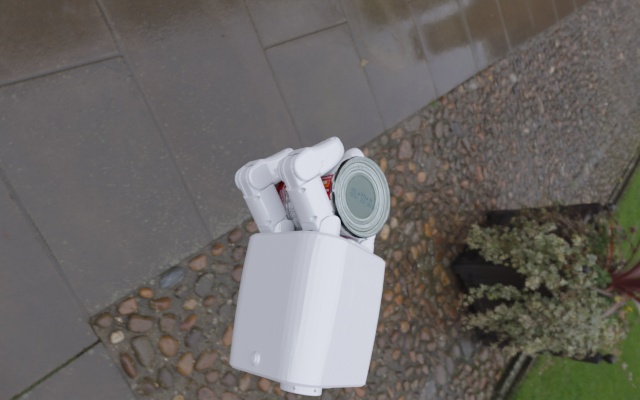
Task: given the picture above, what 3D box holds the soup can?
[{"bbox_3d":[0.000,0.001,0.413,0.068,0.068,0.102,0,-5,-43],"label":"soup can"}]
